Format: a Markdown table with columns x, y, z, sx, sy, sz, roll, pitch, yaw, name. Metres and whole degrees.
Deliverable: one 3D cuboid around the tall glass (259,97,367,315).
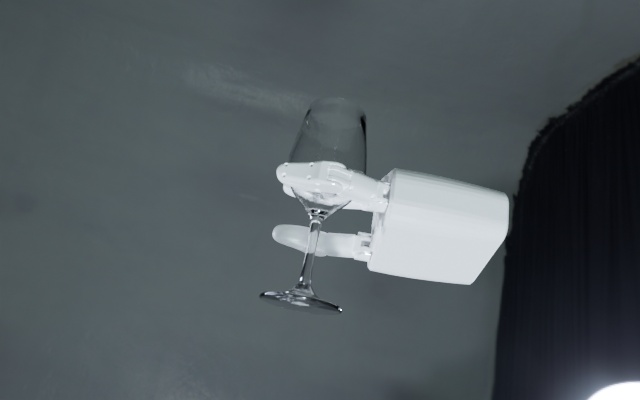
| x | y | z | sx | sy | sz | roll | pitch | yaw | name |
| --- | --- | --- | --- | --- | --- | --- | --- | --- | --- |
| 0.000 | 0.002 | 0.457 | 0.079 | 0.201 | 0.079 | 9 | -22 | 4 | tall glass |
